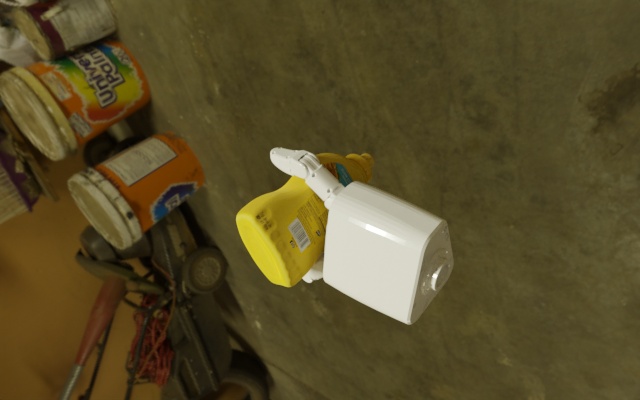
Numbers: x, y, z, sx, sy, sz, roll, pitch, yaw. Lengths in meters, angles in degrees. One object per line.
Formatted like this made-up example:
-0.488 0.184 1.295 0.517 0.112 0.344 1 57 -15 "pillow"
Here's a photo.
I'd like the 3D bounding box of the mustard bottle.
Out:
0.000 0.002 0.538 0.058 0.096 0.191 0 34 49 "mustard bottle"
